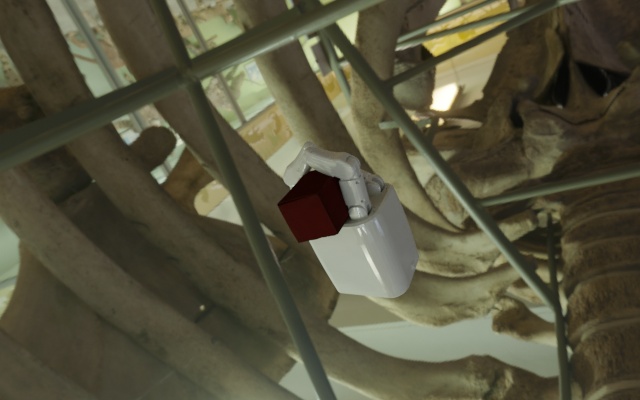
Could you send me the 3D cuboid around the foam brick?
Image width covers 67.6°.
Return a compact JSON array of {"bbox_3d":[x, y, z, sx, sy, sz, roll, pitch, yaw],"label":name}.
[{"bbox_3d":[0.000,0.002,0.520,0.053,0.051,0.078,-14,22,30],"label":"foam brick"}]
